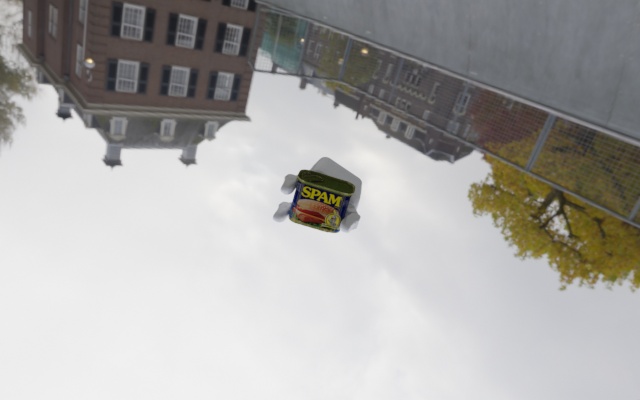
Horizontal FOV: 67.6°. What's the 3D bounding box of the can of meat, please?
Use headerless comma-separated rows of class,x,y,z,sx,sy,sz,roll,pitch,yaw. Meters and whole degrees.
can of meat,0.000,0.003,0.838,0.102,0.084,0.057,17,24,1
